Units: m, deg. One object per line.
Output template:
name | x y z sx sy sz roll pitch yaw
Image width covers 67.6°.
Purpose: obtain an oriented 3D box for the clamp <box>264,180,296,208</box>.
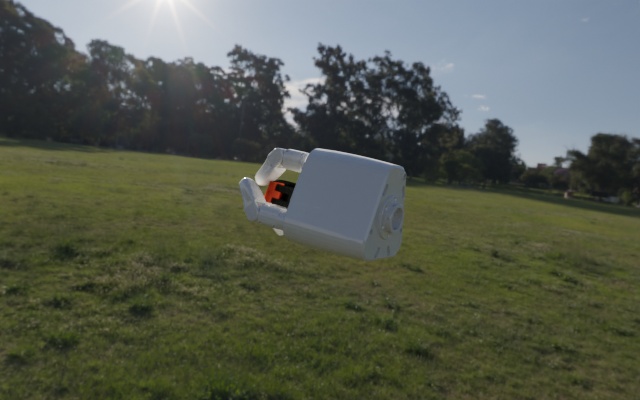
clamp | 0.000 0.001 0.645 0.120 0.039 0.171 17 8 33
